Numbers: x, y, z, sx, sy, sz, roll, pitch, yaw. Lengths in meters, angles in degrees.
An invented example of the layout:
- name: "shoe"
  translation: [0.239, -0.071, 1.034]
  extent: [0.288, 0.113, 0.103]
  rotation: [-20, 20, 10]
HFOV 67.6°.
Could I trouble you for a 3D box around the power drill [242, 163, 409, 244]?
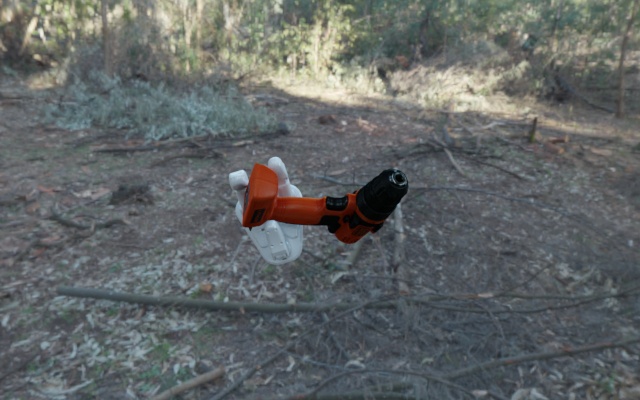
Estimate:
- name: "power drill"
  translation: [0.000, 0.002, 0.617]
  extent: [0.187, 0.057, 0.184]
  rotation: [10, -28, -15]
